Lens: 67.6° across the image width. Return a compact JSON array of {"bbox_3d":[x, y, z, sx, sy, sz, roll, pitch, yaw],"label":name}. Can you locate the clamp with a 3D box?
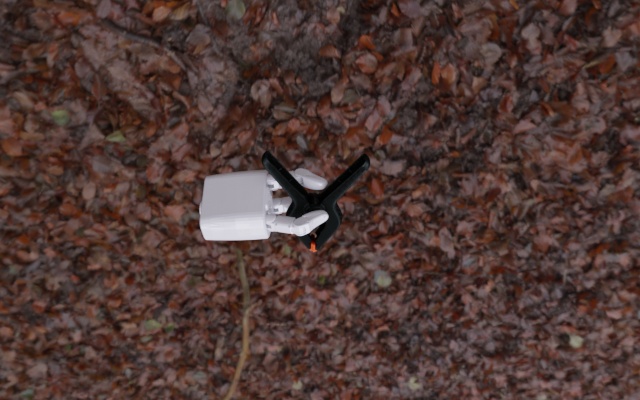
[{"bbox_3d":[0.000,0.004,0.781,0.164,0.210,0.036,-3,42,4],"label":"clamp"}]
